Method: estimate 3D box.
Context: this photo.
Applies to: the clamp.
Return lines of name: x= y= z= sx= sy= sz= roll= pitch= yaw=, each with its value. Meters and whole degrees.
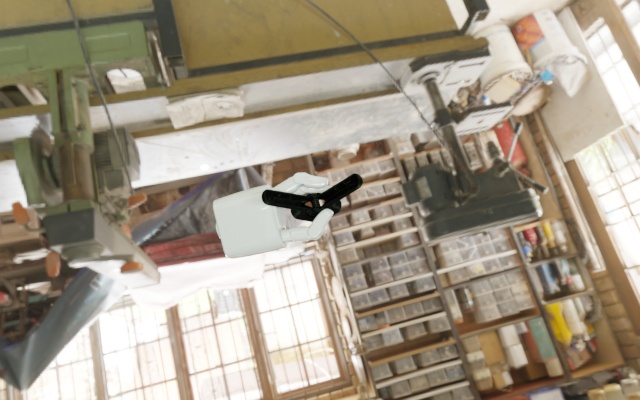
clamp: x=0.000 y=0.004 z=0.850 sx=0.164 sy=0.036 sz=0.210 roll=-11 pitch=-16 yaw=7
